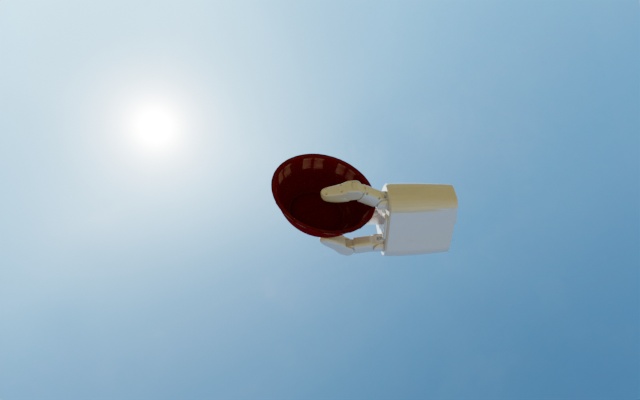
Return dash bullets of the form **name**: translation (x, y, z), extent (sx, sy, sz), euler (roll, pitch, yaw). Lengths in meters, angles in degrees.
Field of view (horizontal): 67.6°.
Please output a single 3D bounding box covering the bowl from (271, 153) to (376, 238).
- **bowl**: translation (-0.001, 0.002, 0.732), extent (0.162, 0.162, 0.055), euler (0, -41, -18)
